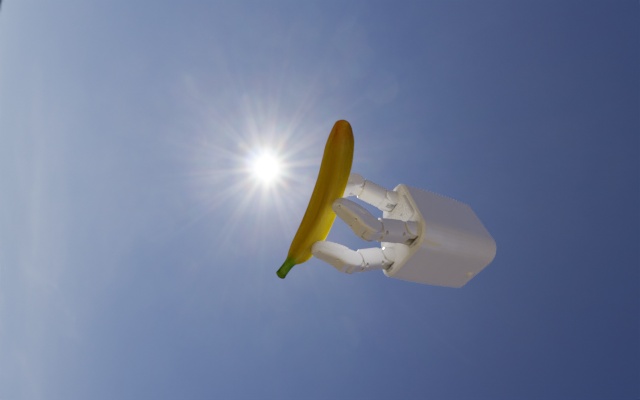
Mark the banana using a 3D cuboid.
[{"bbox_3d":[0.004,-0.001,0.540,0.037,0.198,0.069,23,22,7],"label":"banana"}]
